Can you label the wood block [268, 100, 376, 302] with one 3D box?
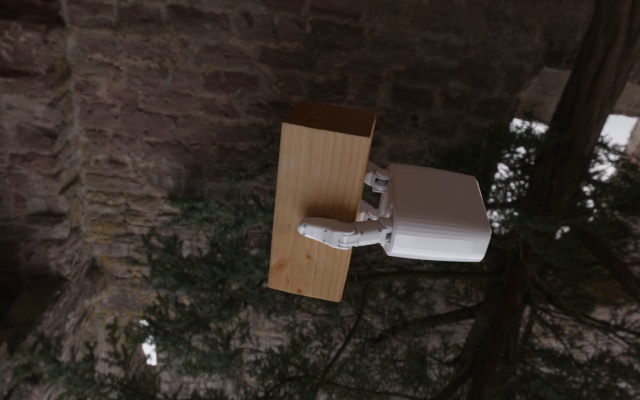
[{"bbox_3d":[0.000,0.002,0.551,0.090,0.206,0.090,11,27,6],"label":"wood block"}]
